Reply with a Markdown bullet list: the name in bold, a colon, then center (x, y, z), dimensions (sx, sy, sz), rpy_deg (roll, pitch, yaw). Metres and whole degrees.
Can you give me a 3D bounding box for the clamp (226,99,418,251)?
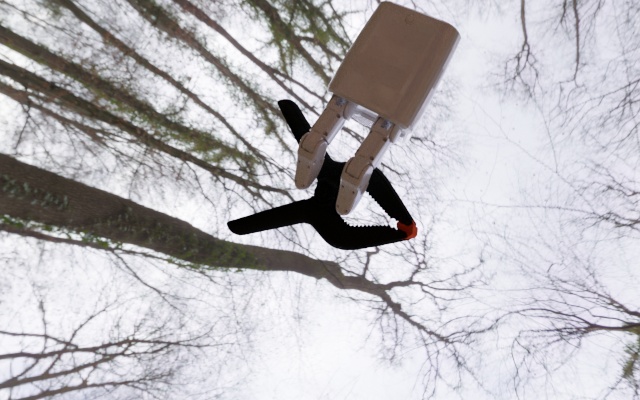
- **clamp**: center (0.001, 0.002, 0.512), dimensions (0.210, 0.164, 0.036), rpy_deg (31, 6, 23)
